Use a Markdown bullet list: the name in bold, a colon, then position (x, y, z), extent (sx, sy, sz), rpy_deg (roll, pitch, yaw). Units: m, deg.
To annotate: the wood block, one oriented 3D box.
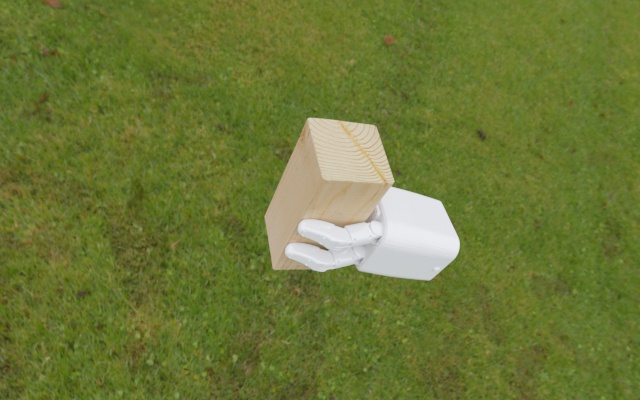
- **wood block**: position (0.000, 0.002, 0.610), extent (0.090, 0.090, 0.206), rpy_deg (2, -36, -22)
